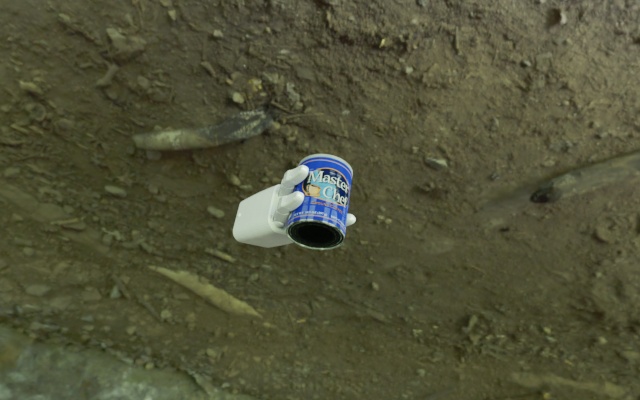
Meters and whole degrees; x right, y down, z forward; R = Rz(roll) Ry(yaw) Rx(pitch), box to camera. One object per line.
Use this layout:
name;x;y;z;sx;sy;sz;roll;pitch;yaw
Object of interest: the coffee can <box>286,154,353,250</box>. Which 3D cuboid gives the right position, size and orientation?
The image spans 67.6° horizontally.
coffee can;0.000;0.003;0.853;0.103;0.140;0.103;6;-32;4
